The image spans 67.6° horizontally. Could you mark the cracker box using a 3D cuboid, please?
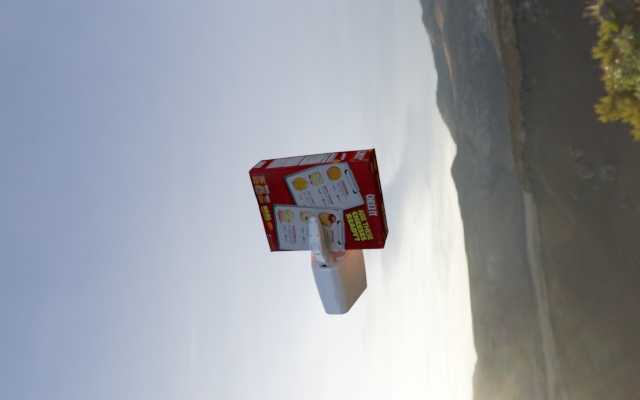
[{"bbox_3d":[0.000,0.003,0.833,0.214,0.164,0.072,-4,24,18],"label":"cracker box"}]
